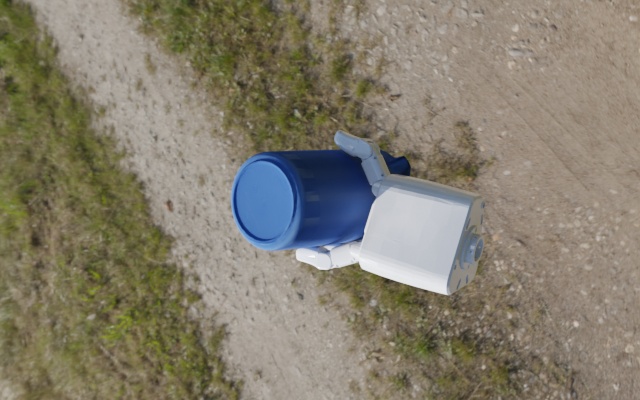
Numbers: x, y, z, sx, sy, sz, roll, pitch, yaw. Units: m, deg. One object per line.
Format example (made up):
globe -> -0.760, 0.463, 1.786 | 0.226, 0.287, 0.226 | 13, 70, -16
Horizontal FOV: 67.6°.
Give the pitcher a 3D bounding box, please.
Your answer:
pitcher -> 0.000, 0.002, 0.611 | 0.145, 0.149, 0.243 | 17, 12, 33
